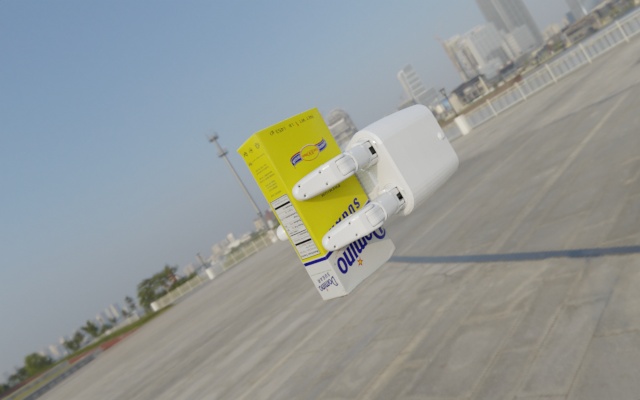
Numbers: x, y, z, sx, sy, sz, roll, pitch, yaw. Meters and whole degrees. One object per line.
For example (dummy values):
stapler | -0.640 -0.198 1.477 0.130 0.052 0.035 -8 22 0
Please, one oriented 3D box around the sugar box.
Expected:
sugar box | 0.000 0.001 0.484 0.093 0.176 0.048 -33 2 -41
